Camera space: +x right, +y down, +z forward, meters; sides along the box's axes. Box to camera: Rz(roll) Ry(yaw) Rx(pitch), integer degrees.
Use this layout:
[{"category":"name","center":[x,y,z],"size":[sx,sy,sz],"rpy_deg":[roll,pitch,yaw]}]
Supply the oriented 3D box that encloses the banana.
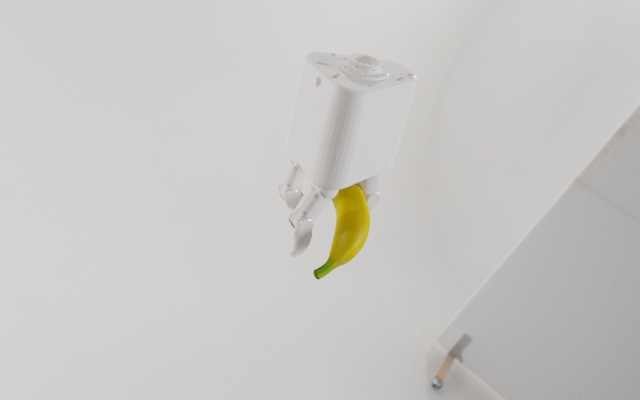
[{"category":"banana","center":[0.019,0.002,0.552],"size":[0.069,0.037,0.197],"rpy_deg":[-5,41,-1]}]
